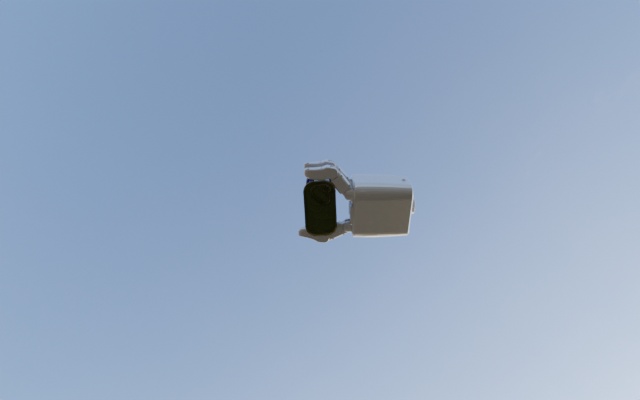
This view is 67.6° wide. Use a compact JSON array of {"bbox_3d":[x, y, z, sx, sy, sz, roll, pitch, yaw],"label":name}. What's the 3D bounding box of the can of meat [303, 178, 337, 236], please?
[{"bbox_3d":[0.000,0.003,0.884,0.057,0.102,0.084,-3,17,2],"label":"can of meat"}]
